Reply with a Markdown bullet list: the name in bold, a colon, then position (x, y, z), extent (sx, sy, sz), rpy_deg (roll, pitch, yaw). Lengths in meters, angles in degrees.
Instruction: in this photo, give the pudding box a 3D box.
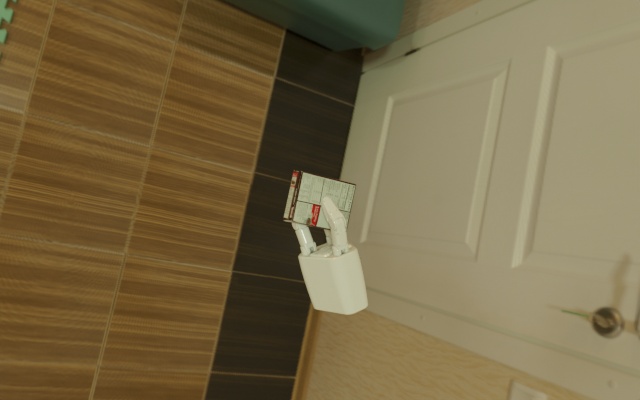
- **pudding box**: position (0.000, 0.003, 0.827), extent (0.113, 0.090, 0.039), rpy_deg (13, -3, -28)
